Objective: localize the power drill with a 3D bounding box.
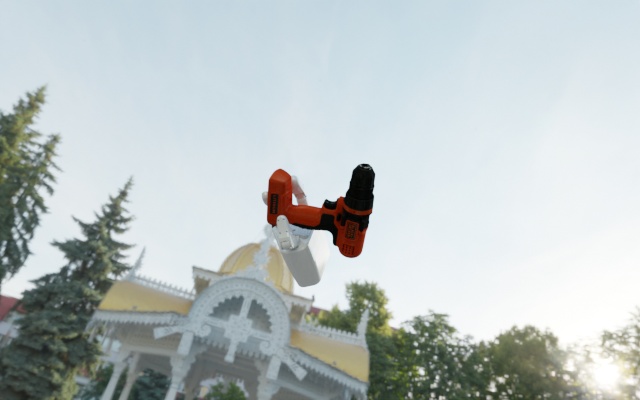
[{"bbox_3d":[0.000,0.003,0.843,0.187,0.184,0.057,16,30,15],"label":"power drill"}]
